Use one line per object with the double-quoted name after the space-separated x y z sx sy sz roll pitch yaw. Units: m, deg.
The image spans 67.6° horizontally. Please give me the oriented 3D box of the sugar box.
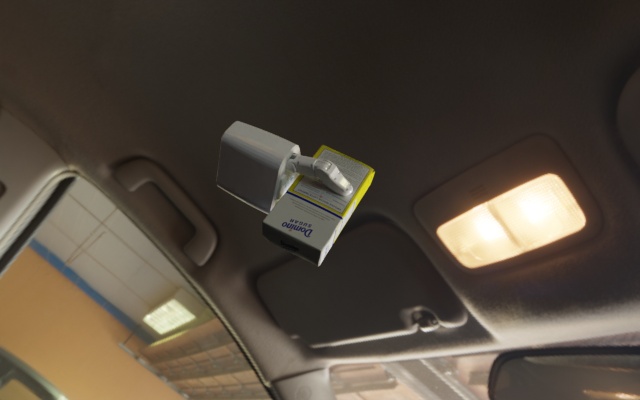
0.000 0.002 0.688 0.093 0.176 0.048 26 -36 13 "sugar box"
